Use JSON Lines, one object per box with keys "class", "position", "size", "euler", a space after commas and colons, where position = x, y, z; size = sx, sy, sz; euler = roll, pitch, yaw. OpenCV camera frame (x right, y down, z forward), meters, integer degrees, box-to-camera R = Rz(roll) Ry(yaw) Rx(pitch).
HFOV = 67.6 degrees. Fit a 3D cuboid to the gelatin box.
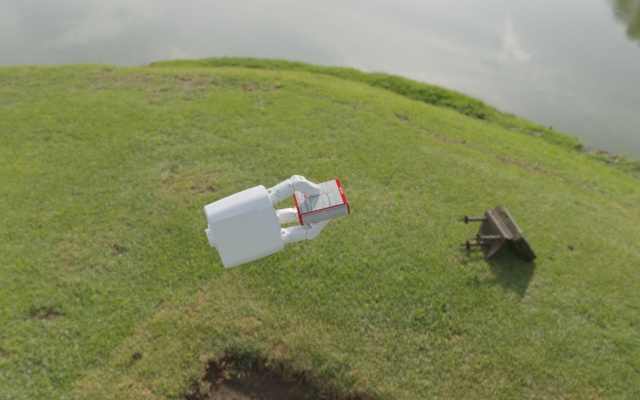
{"class": "gelatin box", "position": [0.000, 0.002, 0.842], "size": [0.089, 0.030, 0.073], "euler": [-15, 39, -2]}
